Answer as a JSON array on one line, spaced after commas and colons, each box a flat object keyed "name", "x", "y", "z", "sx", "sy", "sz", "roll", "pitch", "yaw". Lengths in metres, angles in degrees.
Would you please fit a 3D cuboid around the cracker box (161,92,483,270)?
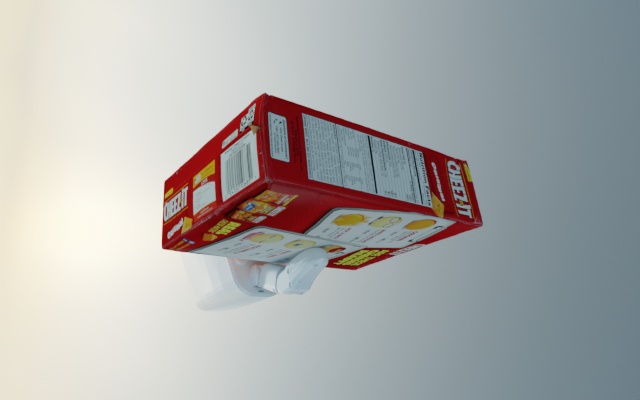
[{"name": "cracker box", "x": 0.000, "y": 0.001, "z": 0.401, "sx": 0.214, "sy": 0.072, "sz": 0.164, "roll": 11, "pitch": -26, "yaw": -37}]
